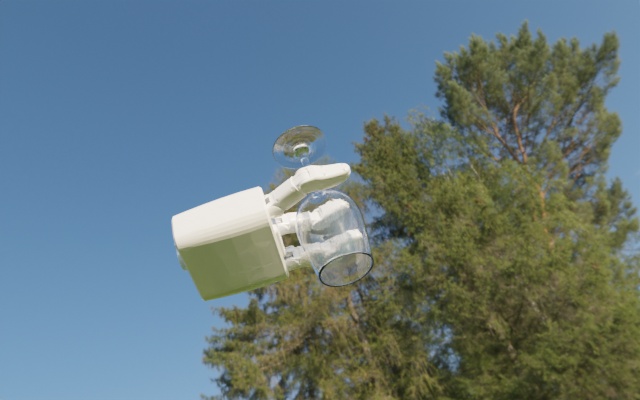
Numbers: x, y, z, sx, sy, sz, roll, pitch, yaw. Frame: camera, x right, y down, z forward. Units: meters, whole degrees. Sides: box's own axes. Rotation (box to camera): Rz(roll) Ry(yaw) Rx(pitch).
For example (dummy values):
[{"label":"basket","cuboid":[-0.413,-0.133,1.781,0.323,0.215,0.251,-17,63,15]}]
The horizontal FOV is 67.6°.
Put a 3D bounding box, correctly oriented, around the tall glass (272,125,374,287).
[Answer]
[{"label":"tall glass","cuboid":[0.000,0.001,0.566,0.079,0.201,0.079,-12,-40,-11]}]
